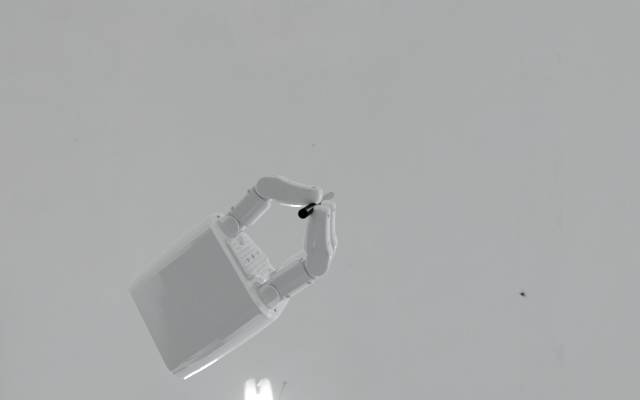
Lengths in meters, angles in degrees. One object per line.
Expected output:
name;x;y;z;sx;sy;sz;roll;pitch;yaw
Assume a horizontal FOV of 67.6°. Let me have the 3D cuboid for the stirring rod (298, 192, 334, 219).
stirring rod;0.000;0.002;0.485;0.011;0.011;0.239;0;4;6
